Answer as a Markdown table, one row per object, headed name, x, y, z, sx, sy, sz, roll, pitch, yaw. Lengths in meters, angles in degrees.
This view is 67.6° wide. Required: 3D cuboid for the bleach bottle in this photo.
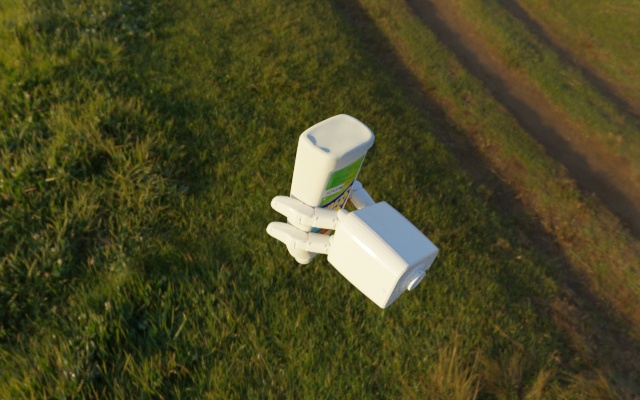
| name | x | y | z | sx | sy | sz | roll | pitch | yaw |
| --- | --- | --- | --- | --- | --- | --- | --- | --- | --- |
| bleach bottle | 0.000 | 0.002 | 0.694 | 0.102 | 0.251 | 0.068 | -30 | 60 | -35 |
